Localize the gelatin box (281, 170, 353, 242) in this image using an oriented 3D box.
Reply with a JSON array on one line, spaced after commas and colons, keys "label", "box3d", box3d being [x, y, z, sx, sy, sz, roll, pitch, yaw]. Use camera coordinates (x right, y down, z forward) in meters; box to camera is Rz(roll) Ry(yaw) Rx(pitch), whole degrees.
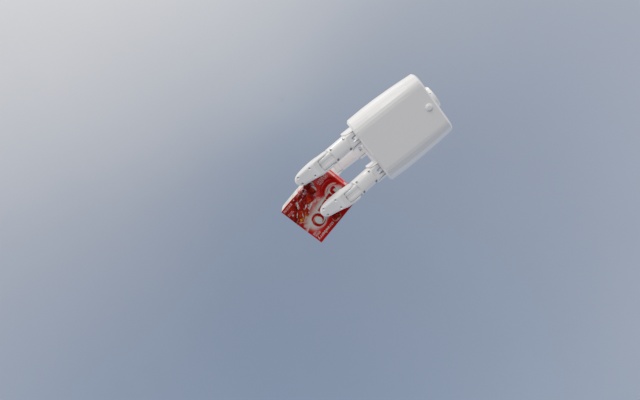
[{"label": "gelatin box", "box3d": [0.000, 0.002, 0.671, 0.073, 0.089, 0.030, 37, 15, -9]}]
